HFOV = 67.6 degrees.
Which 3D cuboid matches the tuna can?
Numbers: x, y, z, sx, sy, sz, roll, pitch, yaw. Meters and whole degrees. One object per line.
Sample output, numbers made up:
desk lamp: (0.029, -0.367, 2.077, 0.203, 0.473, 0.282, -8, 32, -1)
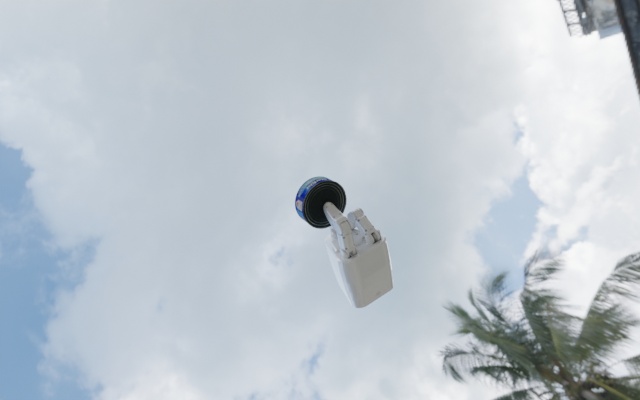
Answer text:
tuna can: (0.000, 0.002, 0.816, 0.086, 0.086, 0.033, 0, 18, -32)
